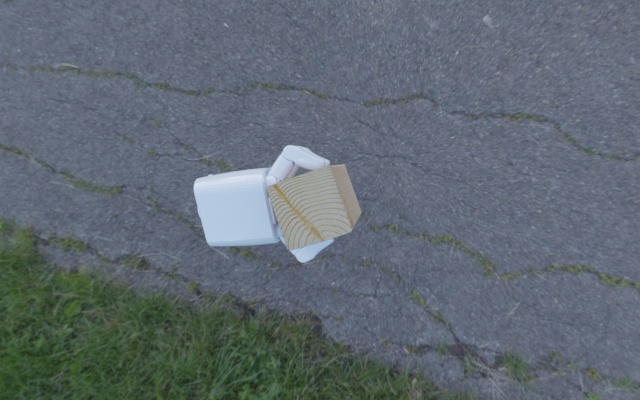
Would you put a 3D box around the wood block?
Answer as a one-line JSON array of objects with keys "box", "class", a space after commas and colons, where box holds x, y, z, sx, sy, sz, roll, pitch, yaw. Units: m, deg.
[{"box": [0.000, 0.003, 0.705, 0.090, 0.091, 0.206, -18, 2, 9], "class": "wood block"}]
